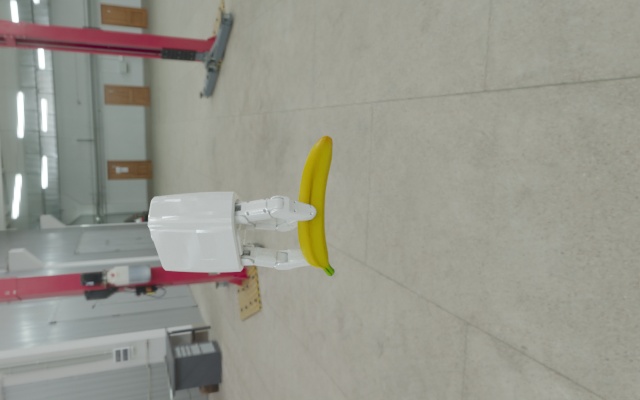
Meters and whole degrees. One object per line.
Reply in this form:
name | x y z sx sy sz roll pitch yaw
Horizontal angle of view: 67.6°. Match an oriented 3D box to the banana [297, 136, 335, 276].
banana | -0.006 0.004 0.649 0.037 0.198 0.069 -1 -5 19
